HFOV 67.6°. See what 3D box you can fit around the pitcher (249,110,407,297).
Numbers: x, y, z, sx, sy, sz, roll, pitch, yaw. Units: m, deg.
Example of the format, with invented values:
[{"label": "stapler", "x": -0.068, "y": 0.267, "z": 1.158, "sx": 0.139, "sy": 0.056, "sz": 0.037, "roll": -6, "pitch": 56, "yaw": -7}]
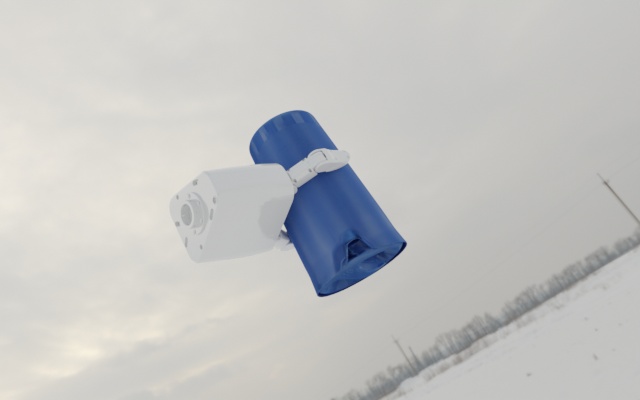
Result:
[{"label": "pitcher", "x": 0.000, "y": 0.002, "z": 0.662, "sx": 0.145, "sy": 0.242, "sz": 0.149, "roll": -9, "pitch": -30, "yaw": -45}]
